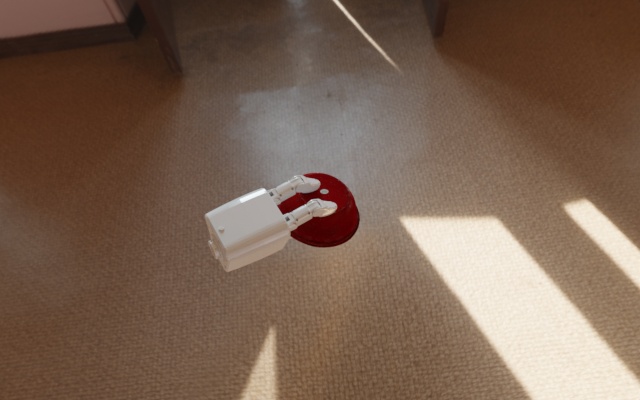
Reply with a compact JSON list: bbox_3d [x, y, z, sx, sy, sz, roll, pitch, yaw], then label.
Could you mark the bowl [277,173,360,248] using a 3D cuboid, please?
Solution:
[{"bbox_3d":[0.001,0.002,0.850,0.162,0.162,0.055,0,-39,-18],"label":"bowl"}]
